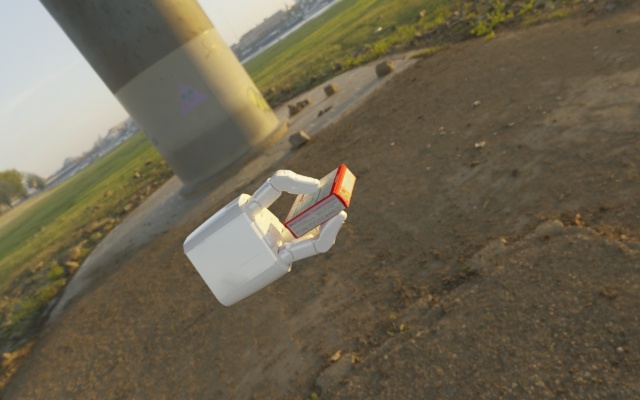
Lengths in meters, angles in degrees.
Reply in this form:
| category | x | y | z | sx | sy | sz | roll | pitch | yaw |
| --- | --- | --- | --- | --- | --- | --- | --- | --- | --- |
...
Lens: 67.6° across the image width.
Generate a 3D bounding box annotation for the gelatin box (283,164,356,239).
| category | x | y | z | sx | sy | sz | roll | pitch | yaw |
| --- | --- | --- | --- | --- | --- | --- | --- | --- | --- |
| gelatin box | 0.000 | 0.002 | 0.612 | 0.089 | 0.030 | 0.073 | -34 | 19 | 29 |
